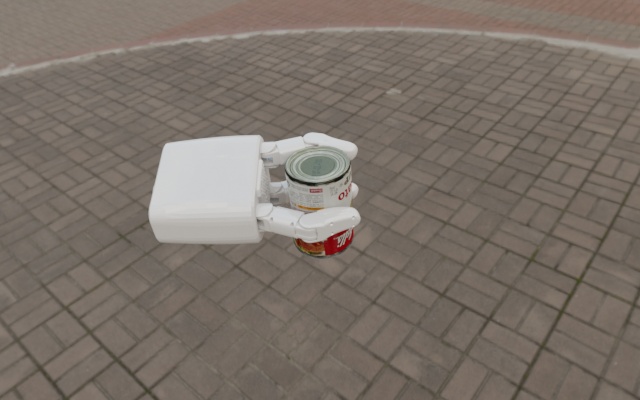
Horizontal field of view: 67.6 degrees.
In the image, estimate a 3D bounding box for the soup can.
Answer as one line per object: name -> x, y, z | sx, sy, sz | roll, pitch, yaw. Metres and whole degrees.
soup can -> 0.001, 0.001, 0.504 | 0.068, 0.102, 0.068 | -3, 39, 2
